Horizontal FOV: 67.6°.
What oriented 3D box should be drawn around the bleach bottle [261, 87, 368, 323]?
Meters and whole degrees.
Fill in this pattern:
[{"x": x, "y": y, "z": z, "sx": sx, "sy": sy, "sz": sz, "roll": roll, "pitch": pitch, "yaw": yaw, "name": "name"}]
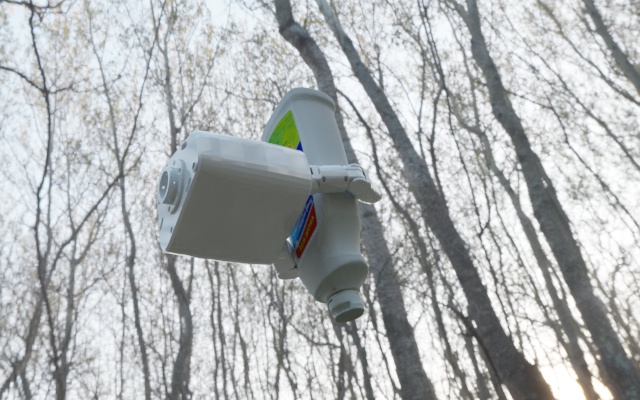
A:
[{"x": 0.000, "y": 0.002, "z": 0.500, "sx": 0.068, "sy": 0.250, "sz": 0.103, "roll": 10, "pitch": -43, "yaw": -33, "name": "bleach bottle"}]
